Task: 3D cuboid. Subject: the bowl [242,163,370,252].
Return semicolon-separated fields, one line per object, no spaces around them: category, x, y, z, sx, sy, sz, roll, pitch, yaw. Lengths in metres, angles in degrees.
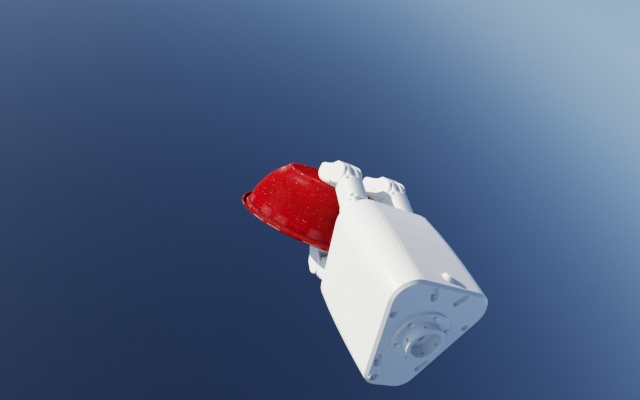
bowl;-0.001;0.001;0.522;0.162;0.055;0.162;21;11;-4
